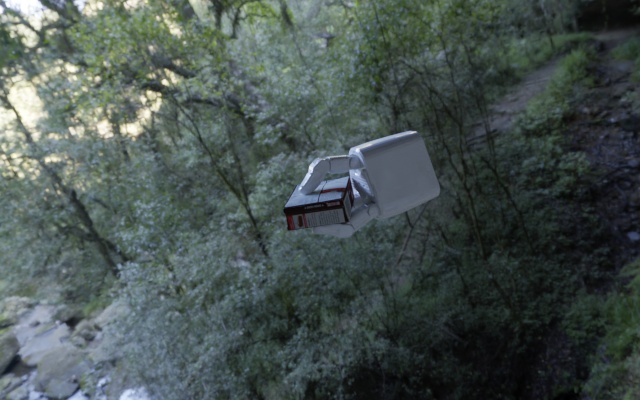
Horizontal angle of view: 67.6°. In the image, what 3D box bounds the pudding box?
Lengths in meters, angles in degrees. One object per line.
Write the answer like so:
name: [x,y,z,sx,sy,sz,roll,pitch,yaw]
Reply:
pudding box: [0.000,0.002,0.707,0.090,0.039,0.113,-10,16,11]
